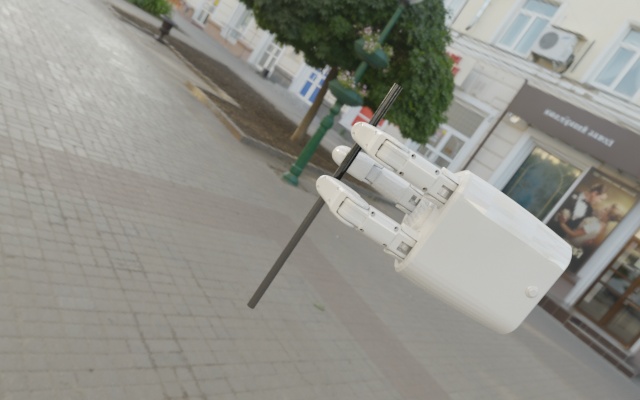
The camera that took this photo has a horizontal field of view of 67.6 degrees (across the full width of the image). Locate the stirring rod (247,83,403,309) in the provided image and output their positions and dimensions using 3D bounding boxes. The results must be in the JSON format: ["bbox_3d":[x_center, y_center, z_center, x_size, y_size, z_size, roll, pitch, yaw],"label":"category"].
[{"bbox_3d":[0.000,0.001,0.425,0.011,0.239,0.011,32,12,-7],"label":"stirring rod"}]
